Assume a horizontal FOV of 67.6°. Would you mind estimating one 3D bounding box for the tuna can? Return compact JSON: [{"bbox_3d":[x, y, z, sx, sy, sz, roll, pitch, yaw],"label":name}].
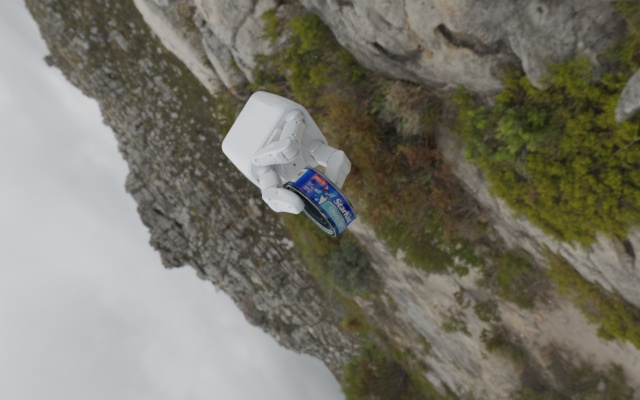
[{"bbox_3d":[0.000,0.002,0.560,0.033,0.086,0.086,-44,11,-12],"label":"tuna can"}]
